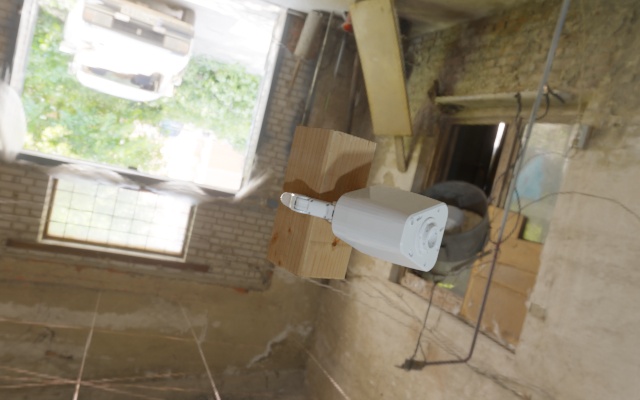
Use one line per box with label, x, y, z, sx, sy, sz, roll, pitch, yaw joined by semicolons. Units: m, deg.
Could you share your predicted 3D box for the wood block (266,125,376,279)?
wood block;0.000;0.002;0.704;0.091;0.206;0.090;11;4;-40
